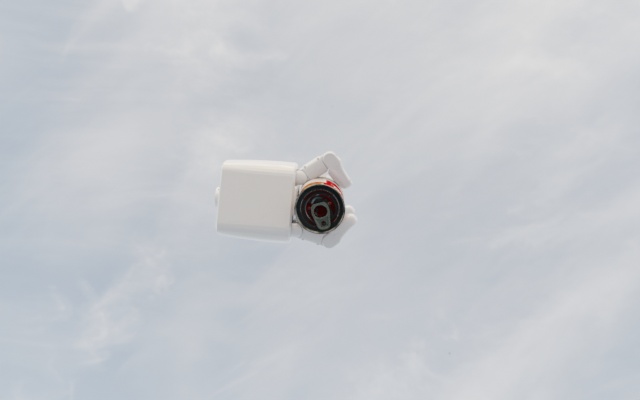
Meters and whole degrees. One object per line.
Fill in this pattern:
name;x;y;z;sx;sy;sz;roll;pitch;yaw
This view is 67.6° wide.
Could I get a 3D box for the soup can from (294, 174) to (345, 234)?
soup can;0.001;0.002;0.679;0.068;0.068;0.102;0;11;1
